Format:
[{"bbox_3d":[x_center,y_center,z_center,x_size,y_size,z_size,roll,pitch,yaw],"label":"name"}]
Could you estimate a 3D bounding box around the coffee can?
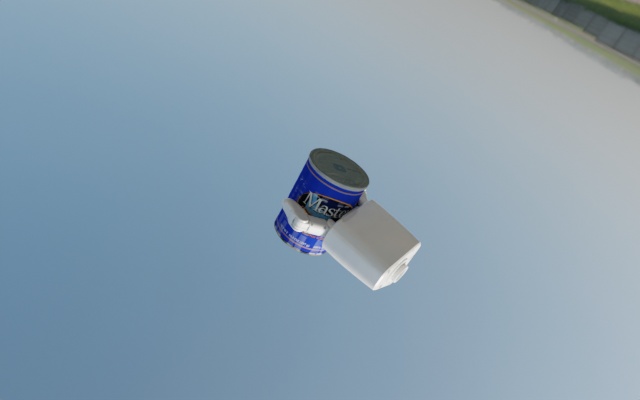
[{"bbox_3d":[0.000,0.002,0.763,0.103,0.140,0.102,22,29,-13],"label":"coffee can"}]
